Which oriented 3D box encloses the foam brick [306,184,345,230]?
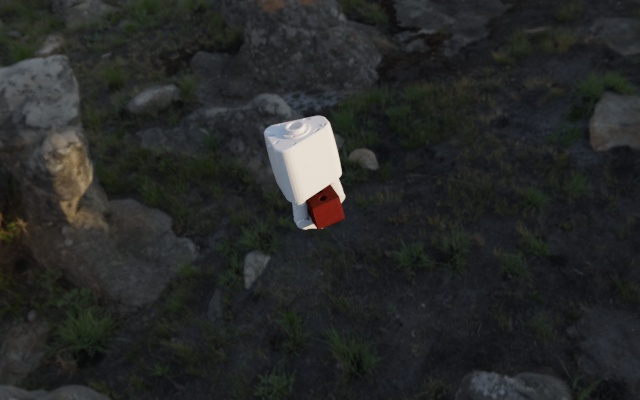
[{"bbox_3d":[0.000,0.003,0.835,0.053,0.051,0.078,-23,40,-11],"label":"foam brick"}]
